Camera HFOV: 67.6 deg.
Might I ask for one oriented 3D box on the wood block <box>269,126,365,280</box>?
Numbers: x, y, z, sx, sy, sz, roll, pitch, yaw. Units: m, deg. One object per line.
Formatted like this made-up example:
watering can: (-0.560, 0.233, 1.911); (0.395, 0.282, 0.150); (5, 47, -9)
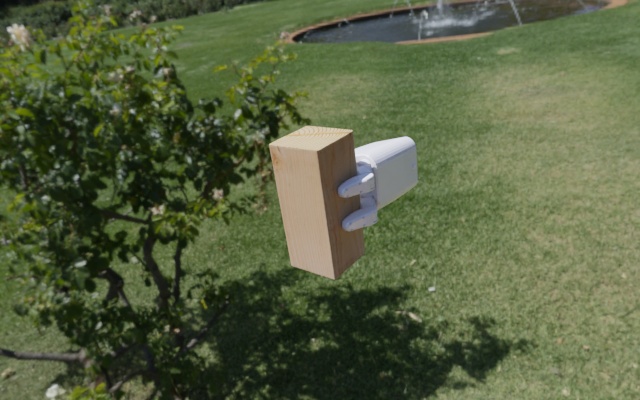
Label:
wood block: (0.000, 0.002, 0.722); (0.091, 0.206, 0.090); (12, 32, 36)
